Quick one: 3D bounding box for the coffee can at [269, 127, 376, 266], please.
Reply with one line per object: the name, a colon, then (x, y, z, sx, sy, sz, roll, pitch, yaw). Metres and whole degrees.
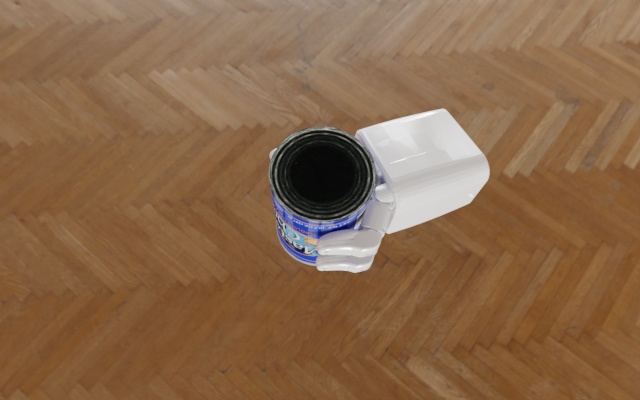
coffee can: (0.000, 0.002, 0.514, 0.103, 0.102, 0.140, 0, -24, -2)
